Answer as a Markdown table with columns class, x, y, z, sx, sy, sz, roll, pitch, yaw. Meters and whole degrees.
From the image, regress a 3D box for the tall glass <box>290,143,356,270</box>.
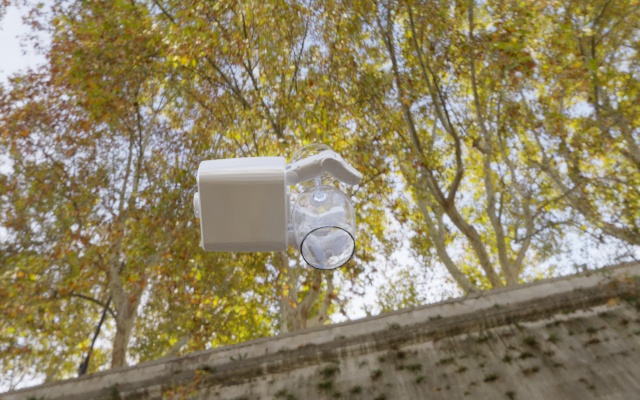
| class | x | y | z | sx | sy | sz | roll | pitch | yaw |
| --- | --- | --- | --- | --- | --- | --- | --- | --- | --- |
| tall glass | 0.000 | 0.002 | 0.612 | 0.079 | 0.079 | 0.201 | 0 | 31 | -6 |
